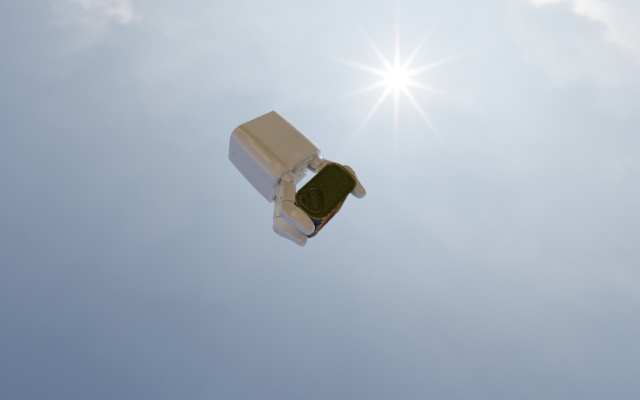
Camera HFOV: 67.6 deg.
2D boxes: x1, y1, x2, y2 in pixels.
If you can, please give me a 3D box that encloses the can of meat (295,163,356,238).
[{"bbox_3d":[0.000,0.003,0.745,0.102,0.057,0.084,-44,-10,-28],"label":"can of meat"}]
